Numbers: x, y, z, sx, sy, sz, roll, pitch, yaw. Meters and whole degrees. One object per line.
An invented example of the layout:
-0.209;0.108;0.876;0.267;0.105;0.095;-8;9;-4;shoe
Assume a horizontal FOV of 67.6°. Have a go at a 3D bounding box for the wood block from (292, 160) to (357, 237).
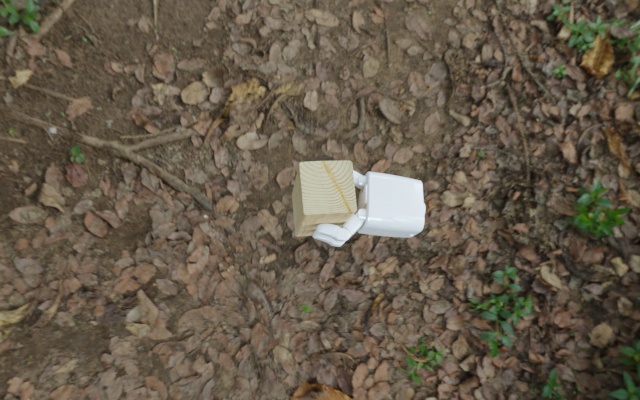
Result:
0.001;0.002;0.870;0.090;0.090;0.206;-3;-14;-8;wood block
